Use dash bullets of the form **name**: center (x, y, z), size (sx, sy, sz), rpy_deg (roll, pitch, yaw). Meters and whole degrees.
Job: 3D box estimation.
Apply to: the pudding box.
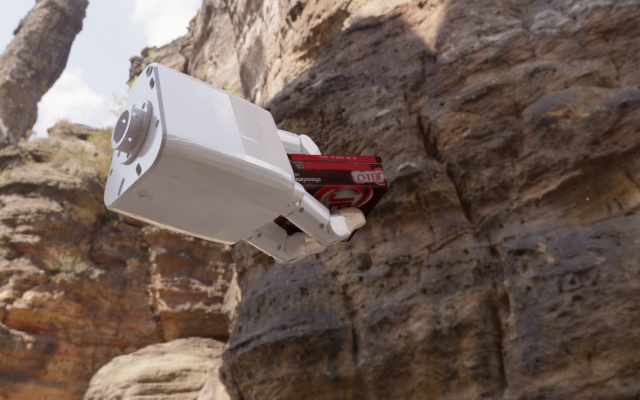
- **pudding box**: center (0.000, 0.001, 0.443), size (0.090, 0.039, 0.113), rpy_deg (1, -28, -17)
